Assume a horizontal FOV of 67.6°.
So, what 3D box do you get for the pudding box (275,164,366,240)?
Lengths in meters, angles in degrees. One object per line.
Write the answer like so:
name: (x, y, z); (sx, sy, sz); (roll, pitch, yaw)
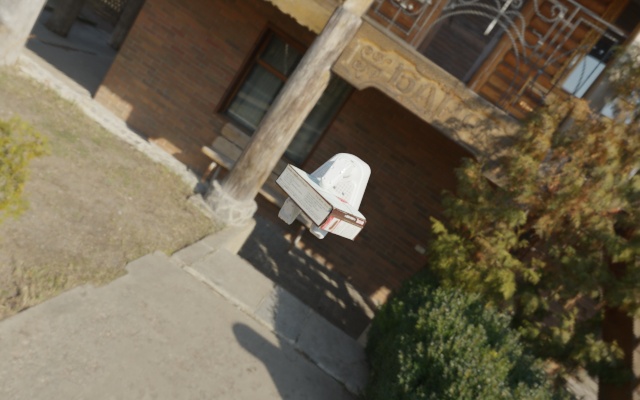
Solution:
pudding box: (0.000, 0.002, 0.675); (0.113, 0.039, 0.090); (42, 13, 36)
